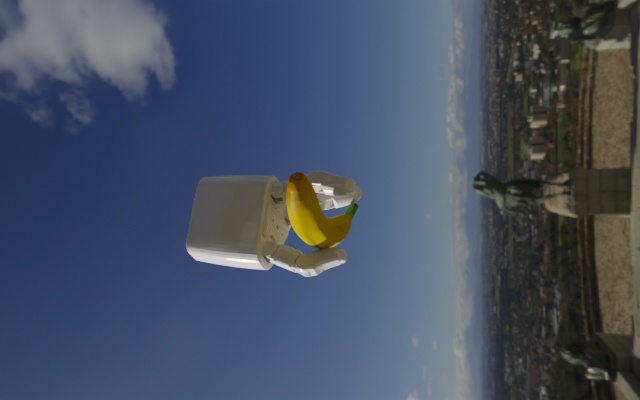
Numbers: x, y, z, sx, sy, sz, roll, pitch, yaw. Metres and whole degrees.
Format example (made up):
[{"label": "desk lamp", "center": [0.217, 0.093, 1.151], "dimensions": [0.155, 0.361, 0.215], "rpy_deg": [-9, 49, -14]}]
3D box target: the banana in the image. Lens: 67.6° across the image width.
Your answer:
[{"label": "banana", "center": [-0.001, 0.021, 0.552], "dimensions": [0.037, 0.069, 0.198], "rpy_deg": [6, -7, 20]}]
